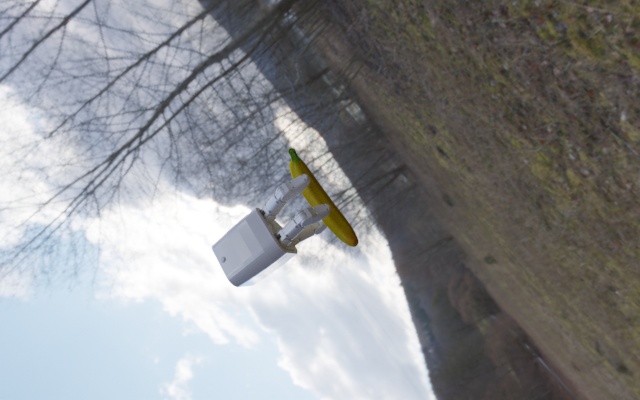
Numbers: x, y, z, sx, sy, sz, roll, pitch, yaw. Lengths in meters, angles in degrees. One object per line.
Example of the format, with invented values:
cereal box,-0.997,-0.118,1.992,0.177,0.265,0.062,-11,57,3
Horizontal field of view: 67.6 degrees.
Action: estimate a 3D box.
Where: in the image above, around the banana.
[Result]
banana,-0.001,0.001,0.828,0.037,0.198,0.069,-36,-5,1
